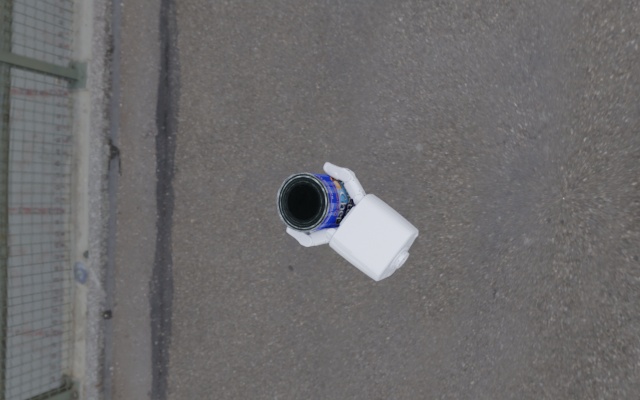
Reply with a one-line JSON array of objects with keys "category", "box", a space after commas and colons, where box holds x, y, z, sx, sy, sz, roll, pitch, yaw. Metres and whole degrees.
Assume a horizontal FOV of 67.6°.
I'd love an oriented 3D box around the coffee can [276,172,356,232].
[{"category": "coffee can", "box": [0.000, 0.003, 0.868, 0.103, 0.103, 0.140, 0, 0, 27]}]
